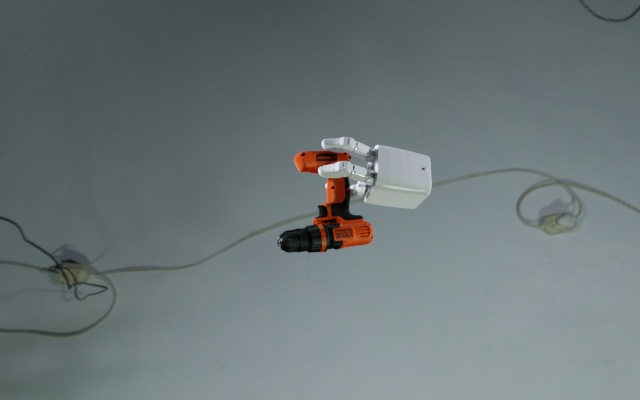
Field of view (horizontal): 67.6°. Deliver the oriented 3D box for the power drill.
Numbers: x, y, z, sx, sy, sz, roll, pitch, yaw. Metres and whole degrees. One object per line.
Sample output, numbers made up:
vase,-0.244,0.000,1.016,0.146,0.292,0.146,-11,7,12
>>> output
power drill,0.000,0.002,0.894,0.184,0.187,0.057,-4,-11,-22
